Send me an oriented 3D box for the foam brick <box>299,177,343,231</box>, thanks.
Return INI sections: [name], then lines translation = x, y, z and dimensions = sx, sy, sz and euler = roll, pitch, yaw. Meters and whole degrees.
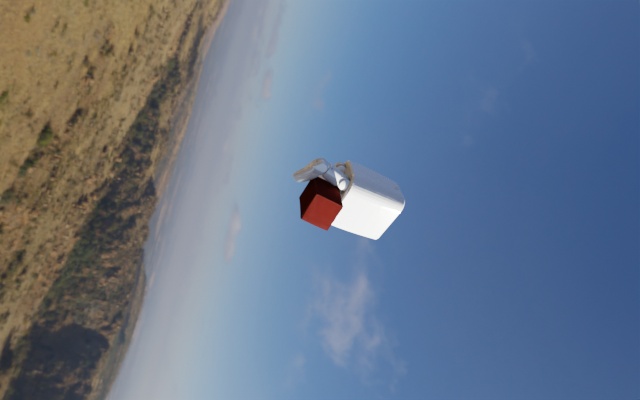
[foam brick]
translation = 0.000, 0.003, 0.787
dimensions = 0.051, 0.053, 0.078
euler = 27, 22, -16
